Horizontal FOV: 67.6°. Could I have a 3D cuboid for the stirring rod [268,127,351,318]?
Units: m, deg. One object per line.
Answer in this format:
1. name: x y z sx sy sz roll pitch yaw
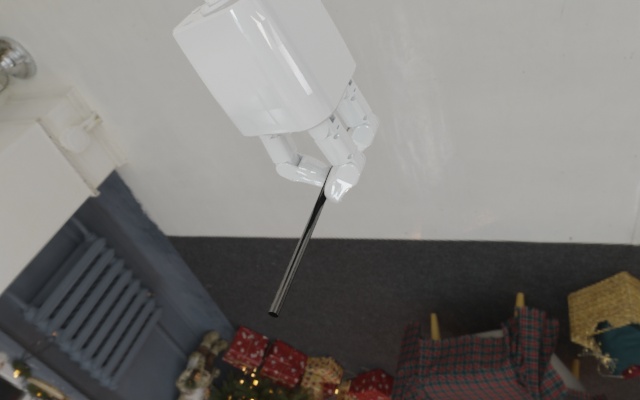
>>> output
1. stirring rod: 0.000 0.001 0.436 0.011 0.239 0.011 13 -42 12
